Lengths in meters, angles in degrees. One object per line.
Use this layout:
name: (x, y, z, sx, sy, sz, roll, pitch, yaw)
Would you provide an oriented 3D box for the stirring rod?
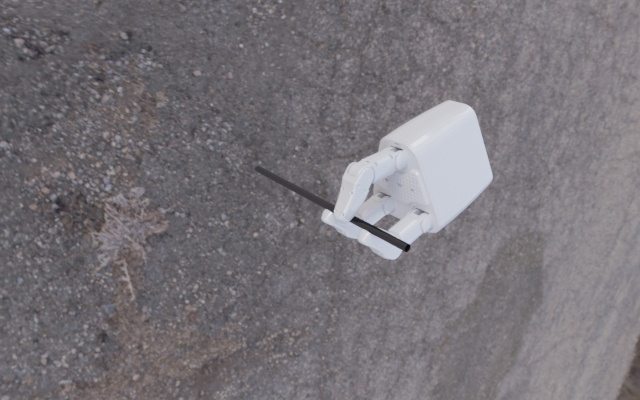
stirring rod: (0.000, 0.002, 0.508, 0.011, 0.011, 0.239, 0, 20, -43)
